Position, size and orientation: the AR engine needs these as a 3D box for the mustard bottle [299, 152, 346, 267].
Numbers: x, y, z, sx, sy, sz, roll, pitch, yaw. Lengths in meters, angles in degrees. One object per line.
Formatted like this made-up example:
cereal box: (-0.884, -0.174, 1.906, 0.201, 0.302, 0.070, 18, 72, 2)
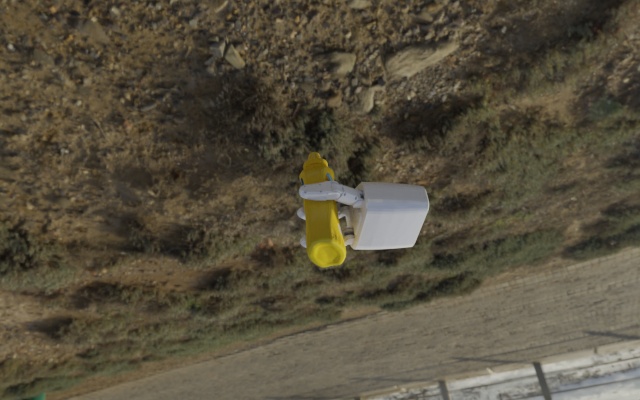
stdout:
mustard bottle: (0.000, 0.003, 0.764, 0.058, 0.191, 0.096, -12, -32, 7)
